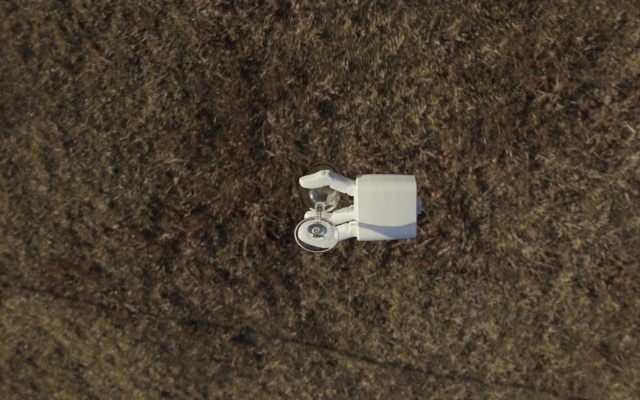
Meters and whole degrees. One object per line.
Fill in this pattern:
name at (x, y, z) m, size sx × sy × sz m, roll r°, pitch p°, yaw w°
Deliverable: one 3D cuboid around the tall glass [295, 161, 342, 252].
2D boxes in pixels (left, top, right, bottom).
tall glass at (0.000, 0.003, 0.874) m, size 0.079 × 0.079 × 0.201 m, roll 0°, pitch 33°, yaw 4°
